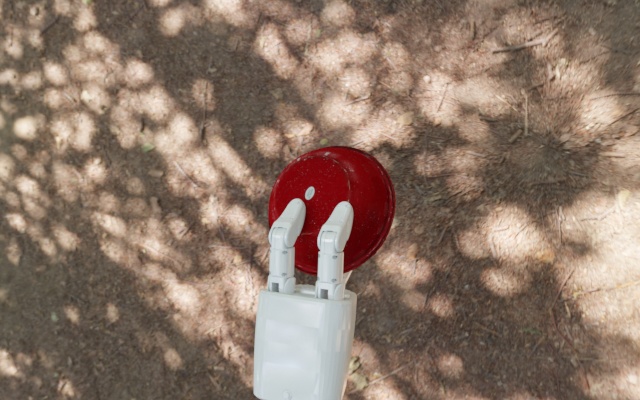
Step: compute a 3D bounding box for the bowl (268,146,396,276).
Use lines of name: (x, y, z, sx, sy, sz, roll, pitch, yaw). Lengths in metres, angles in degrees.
bowl: (0.000, 0.000, 0.542, 0.162, 0.162, 0.055, 0, -18, 24)
